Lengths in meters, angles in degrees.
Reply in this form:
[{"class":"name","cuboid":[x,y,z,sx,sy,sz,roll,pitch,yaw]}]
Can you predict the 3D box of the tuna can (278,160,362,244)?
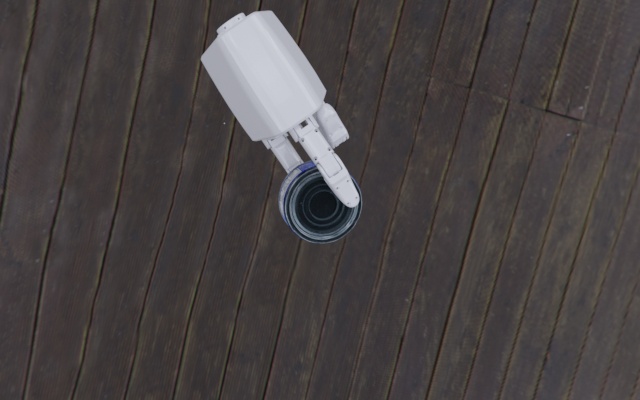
[{"class":"tuna can","cuboid":[0.000,0.002,0.506,0.086,0.086,0.033,0,14,-15]}]
